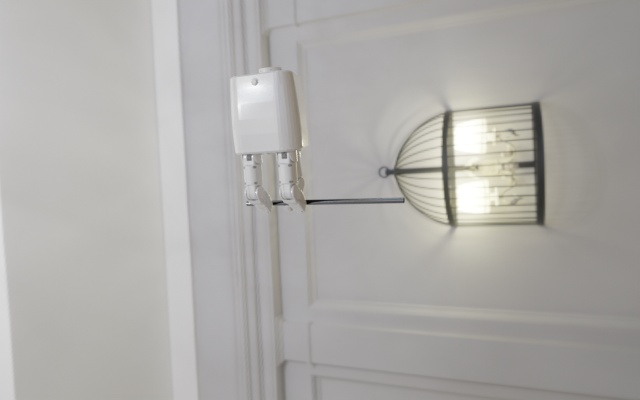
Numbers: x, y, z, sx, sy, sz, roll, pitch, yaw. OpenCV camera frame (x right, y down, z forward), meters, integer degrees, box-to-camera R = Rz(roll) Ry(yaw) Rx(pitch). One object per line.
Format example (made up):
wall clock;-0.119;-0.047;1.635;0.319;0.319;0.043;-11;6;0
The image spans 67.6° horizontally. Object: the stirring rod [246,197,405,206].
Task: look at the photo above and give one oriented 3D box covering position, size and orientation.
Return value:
stirring rod;0.000;0.002;0.681;0.239;0.011;0.011;-1;-1;22
